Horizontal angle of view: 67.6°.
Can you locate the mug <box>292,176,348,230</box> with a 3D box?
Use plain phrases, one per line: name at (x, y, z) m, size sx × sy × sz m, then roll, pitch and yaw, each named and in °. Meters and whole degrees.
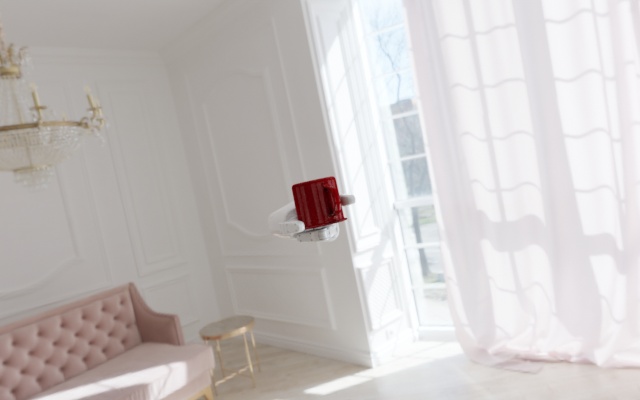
mug at (0.001, 0.002, 0.843) m, size 0.093 × 0.081 × 0.117 m, roll -13°, pitch 2°, yaw -26°
